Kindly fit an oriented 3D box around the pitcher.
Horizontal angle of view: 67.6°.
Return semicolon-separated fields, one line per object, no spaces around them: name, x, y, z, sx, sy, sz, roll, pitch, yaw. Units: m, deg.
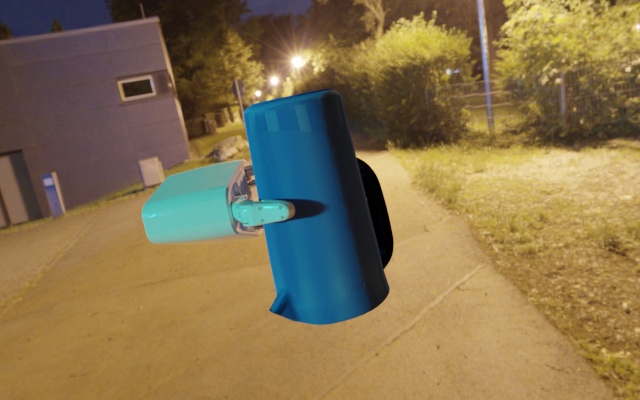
pitcher;0.000;0.002;0.544;0.145;0.243;0.149;-10;12;9
